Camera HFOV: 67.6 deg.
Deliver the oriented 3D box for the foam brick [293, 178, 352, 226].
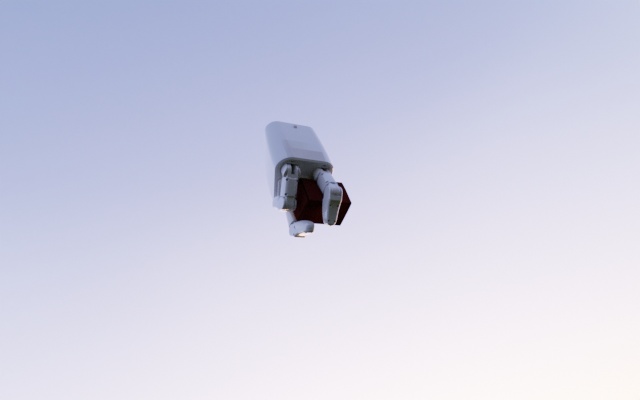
[{"bbox_3d":[0.000,0.003,0.756,0.078,0.053,0.051,6,41,-27],"label":"foam brick"}]
